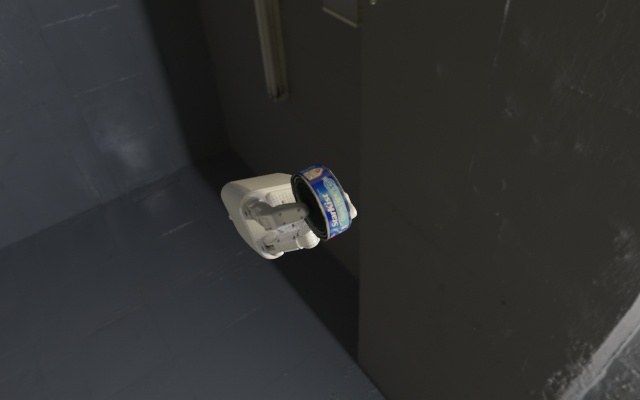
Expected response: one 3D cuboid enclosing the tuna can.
[{"bbox_3d":[0.001,0.002,0.553,0.034,0.086,0.086,-26,8,-17],"label":"tuna can"}]
